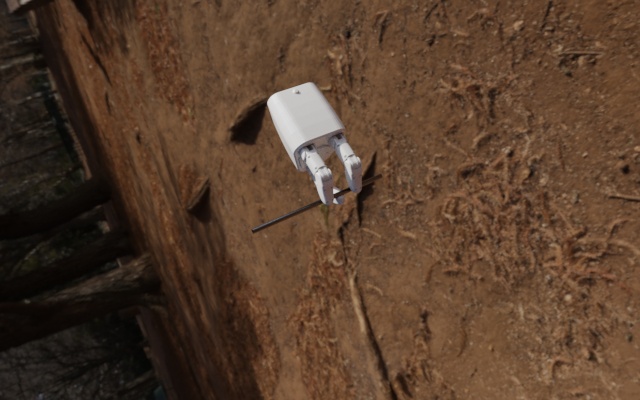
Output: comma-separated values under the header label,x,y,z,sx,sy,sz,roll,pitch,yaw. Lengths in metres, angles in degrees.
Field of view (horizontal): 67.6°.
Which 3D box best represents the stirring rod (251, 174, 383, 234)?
label,x,y,z,sx,sy,sz,roll,pitch,yaw
stirring rod,0.000,0.002,0.765,0.239,0.011,0.011,-23,9,-22
